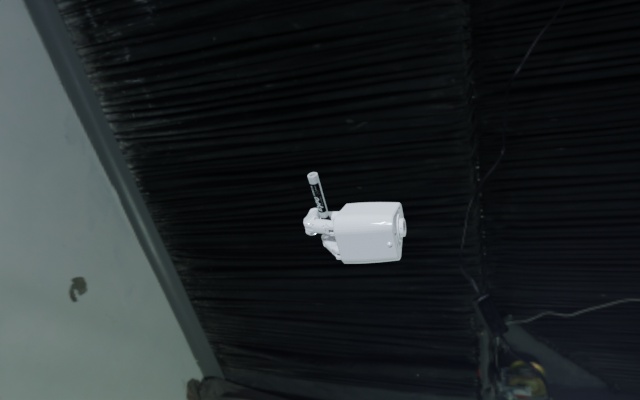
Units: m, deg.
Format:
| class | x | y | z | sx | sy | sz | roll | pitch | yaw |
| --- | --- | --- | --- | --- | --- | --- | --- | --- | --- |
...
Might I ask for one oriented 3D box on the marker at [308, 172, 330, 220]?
| class | x | y | z | sx | sy | sz | roll | pitch | yaw |
| --- | --- | --- | --- | --- | --- | --- | --- | --- | --- |
| marker | 0.000 | 0.003 | 0.888 | 0.020 | 0.121 | 0.020 | -12 | 32 | 7 |
